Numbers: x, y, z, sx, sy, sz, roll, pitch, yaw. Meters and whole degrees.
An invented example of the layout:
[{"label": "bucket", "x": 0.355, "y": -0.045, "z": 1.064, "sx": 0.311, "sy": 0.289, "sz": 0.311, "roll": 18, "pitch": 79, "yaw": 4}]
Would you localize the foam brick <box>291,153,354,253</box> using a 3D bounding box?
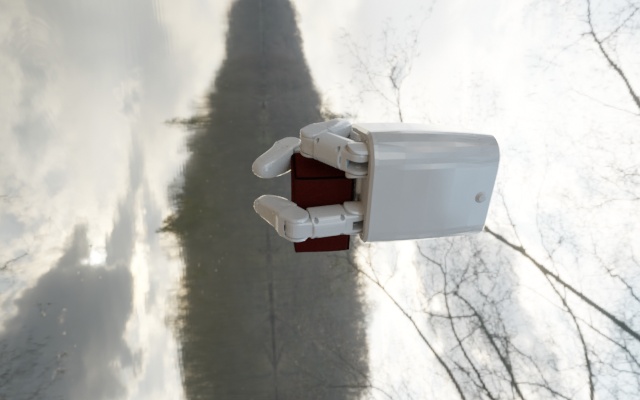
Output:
[{"label": "foam brick", "x": 0.000, "y": 0.002, "z": 0.433, "sx": 0.051, "sy": 0.078, "sz": 0.053, "roll": -2, "pitch": 31, "yaw": -6}]
